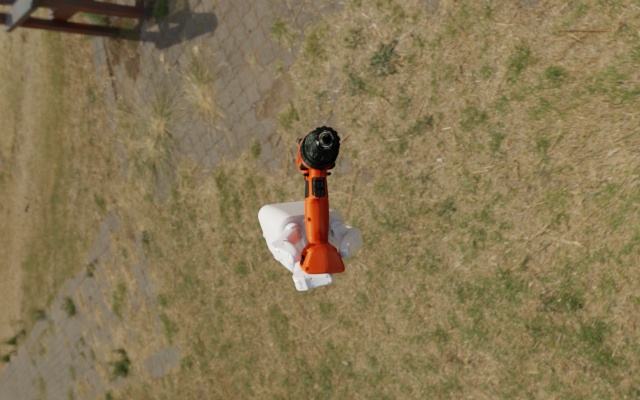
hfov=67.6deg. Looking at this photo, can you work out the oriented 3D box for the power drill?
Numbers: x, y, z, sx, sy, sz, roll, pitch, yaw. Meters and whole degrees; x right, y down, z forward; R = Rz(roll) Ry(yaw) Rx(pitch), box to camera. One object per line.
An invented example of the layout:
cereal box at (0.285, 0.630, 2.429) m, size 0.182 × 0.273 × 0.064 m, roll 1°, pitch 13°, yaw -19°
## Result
power drill at (0.000, 0.003, 0.643) m, size 0.057 × 0.187 × 0.184 m, roll -1°, pitch -3°, yaw -5°
